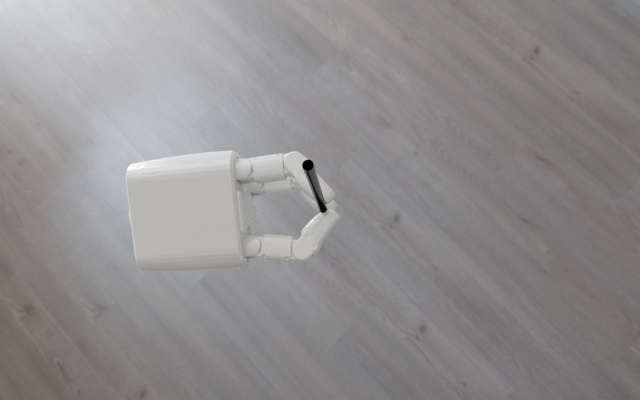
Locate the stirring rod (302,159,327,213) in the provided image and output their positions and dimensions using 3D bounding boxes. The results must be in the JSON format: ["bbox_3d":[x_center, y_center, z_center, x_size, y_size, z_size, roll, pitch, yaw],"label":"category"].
[{"bbox_3d":[0.000,0.002,0.436,0.011,0.011,0.239,0,-12,4],"label":"stirring rod"}]
